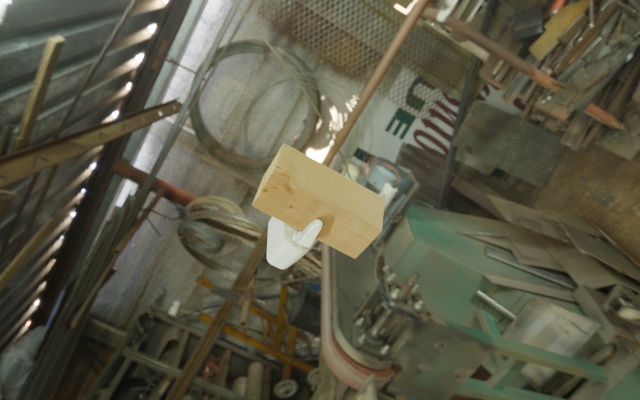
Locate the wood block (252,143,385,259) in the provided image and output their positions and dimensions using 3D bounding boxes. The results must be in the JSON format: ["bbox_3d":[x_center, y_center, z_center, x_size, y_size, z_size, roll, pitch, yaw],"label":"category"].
[{"bbox_3d":[0.000,0.003,0.828,0.206,0.090,0.090,28,-50,-12],"label":"wood block"}]
